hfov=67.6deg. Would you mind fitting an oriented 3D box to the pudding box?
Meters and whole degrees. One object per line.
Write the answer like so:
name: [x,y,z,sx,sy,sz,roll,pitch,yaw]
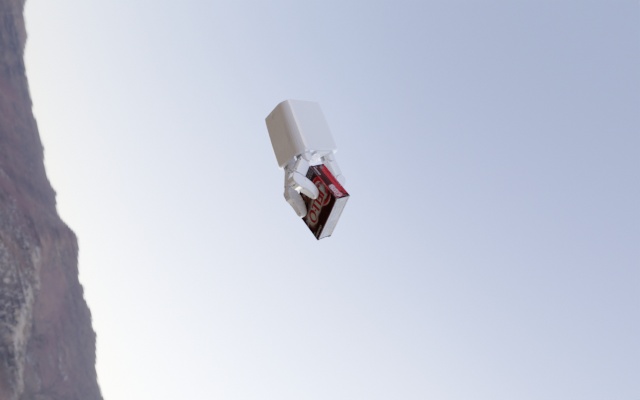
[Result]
pudding box: [0.000,0.003,0.880,0.039,0.114,0.090,-14,51,-33]
